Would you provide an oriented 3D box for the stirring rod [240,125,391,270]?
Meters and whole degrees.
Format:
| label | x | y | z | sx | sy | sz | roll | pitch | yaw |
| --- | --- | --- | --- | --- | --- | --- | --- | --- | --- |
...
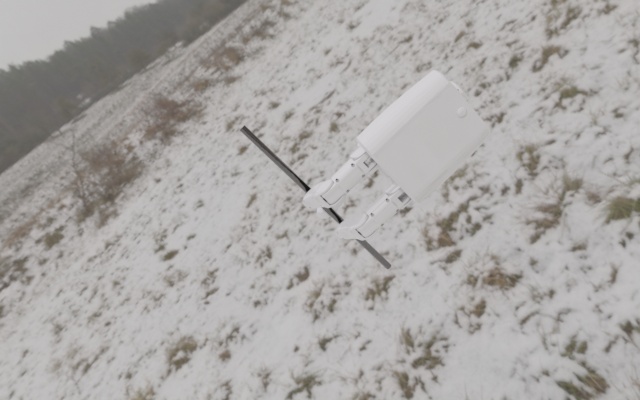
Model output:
| label | x | y | z | sx | sy | sz | roll | pitch | yaw |
| --- | --- | --- | --- | --- | --- | --- | --- | --- | --- |
| stirring rod | 0.000 | 0.002 | 0.544 | 0.239 | 0.011 | 0.011 | 44 | -16 | -18 |
